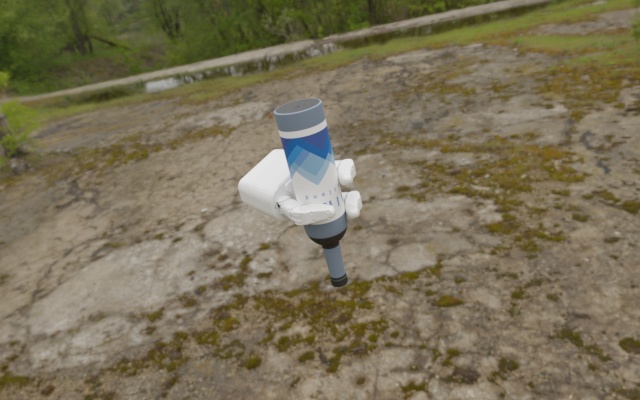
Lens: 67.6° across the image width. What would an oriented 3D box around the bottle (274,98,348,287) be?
[{"bbox_3d":[0.000,0.002,0.705,0.069,0.296,0.069,-11,26,5],"label":"bottle"}]
